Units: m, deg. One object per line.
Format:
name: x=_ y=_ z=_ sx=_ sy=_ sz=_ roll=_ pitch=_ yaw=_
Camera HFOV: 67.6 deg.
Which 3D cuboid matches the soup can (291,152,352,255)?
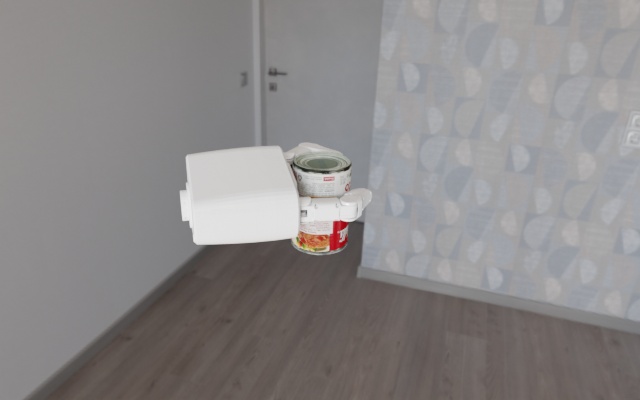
soup can: x=0.001 y=0.002 z=0.551 sx=0.068 sy=0.102 sz=0.068 roll=2 pitch=24 yaw=-1
